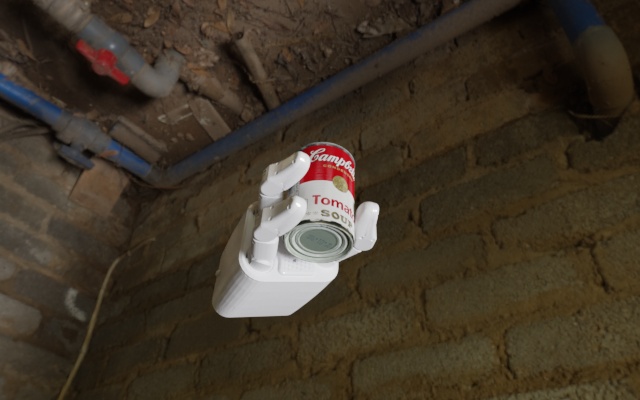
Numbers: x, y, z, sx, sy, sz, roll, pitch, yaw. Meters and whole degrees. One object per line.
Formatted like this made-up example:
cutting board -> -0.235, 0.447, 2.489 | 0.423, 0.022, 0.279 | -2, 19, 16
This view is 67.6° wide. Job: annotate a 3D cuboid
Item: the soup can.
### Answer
soup can -> 0.000, 0.002, 0.471 | 0.068, 0.102, 0.069 | 2, -40, 2
